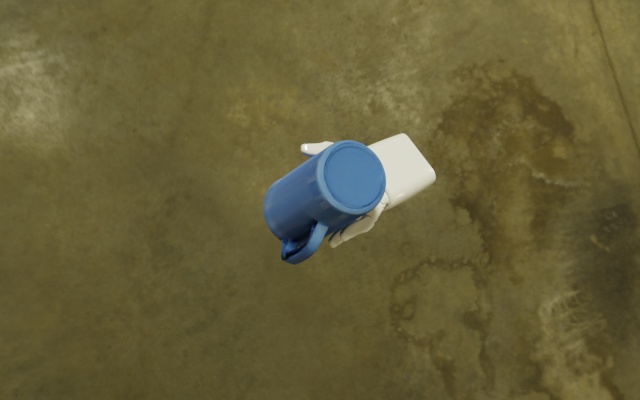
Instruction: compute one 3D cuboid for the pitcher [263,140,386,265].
[{"bbox_3d":[0.000,0.002,0.759,0.145,0.149,0.243,-24,-3,-25],"label":"pitcher"}]
